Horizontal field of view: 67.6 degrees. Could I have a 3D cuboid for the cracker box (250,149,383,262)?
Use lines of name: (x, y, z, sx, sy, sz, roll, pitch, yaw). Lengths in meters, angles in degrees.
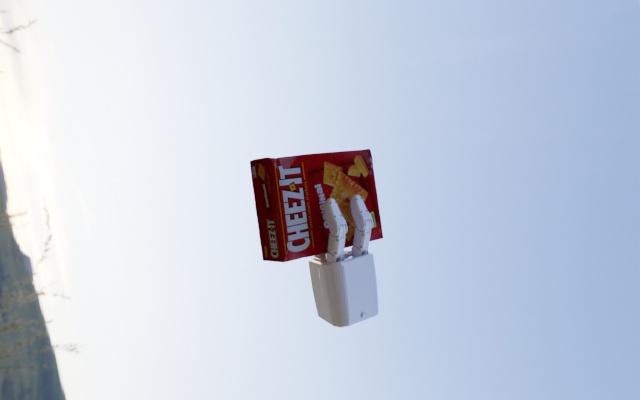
cracker box: (0.000, 0.003, 0.800, 0.213, 0.164, 0.072, -9, 3, -37)
